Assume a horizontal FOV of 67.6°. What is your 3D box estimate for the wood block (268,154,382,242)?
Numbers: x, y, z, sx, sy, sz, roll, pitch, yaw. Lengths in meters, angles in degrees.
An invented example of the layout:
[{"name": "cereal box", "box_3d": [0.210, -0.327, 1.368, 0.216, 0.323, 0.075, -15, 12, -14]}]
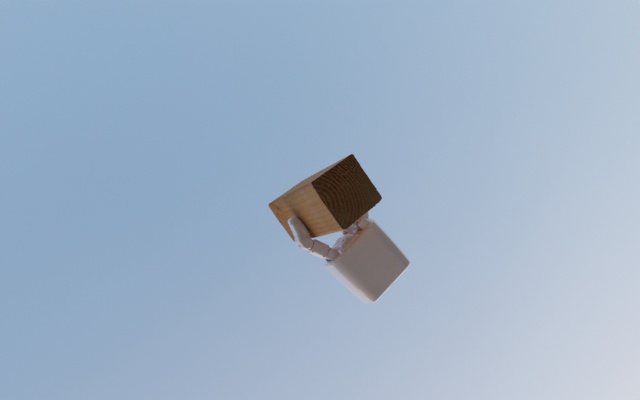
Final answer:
[{"name": "wood block", "box_3d": [0.000, 0.003, 0.814, 0.091, 0.090, 0.206, -37, 6, -26]}]
